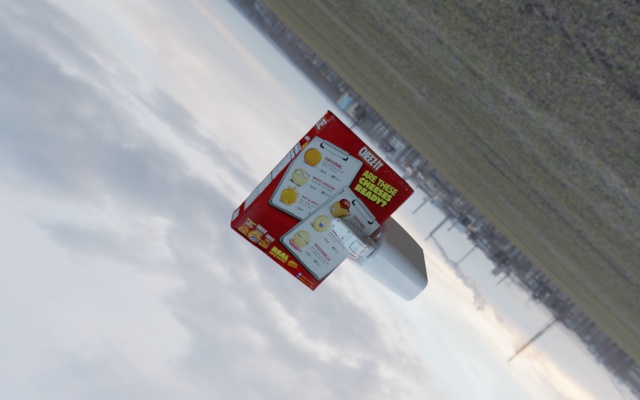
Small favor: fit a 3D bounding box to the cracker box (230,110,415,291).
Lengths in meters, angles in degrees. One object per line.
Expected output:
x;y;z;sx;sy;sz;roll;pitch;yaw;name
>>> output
0.000;0.002;0.698;0.164;0.214;0.072;40;10;-19;cracker box
